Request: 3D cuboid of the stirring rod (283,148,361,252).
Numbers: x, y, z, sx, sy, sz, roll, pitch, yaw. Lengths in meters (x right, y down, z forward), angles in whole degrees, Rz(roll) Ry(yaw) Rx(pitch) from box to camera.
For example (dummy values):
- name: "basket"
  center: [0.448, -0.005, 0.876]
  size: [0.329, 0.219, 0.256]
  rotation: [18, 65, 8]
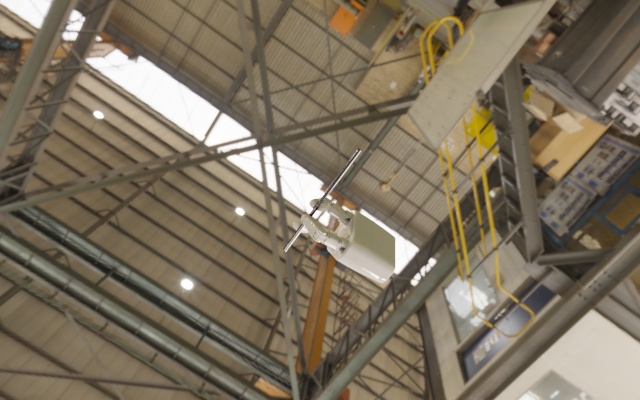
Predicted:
- name: "stirring rod"
  center: [0.000, 0.003, 0.871]
  size: [0.011, 0.239, 0.011]
  rotation: [32, 19, -12]
